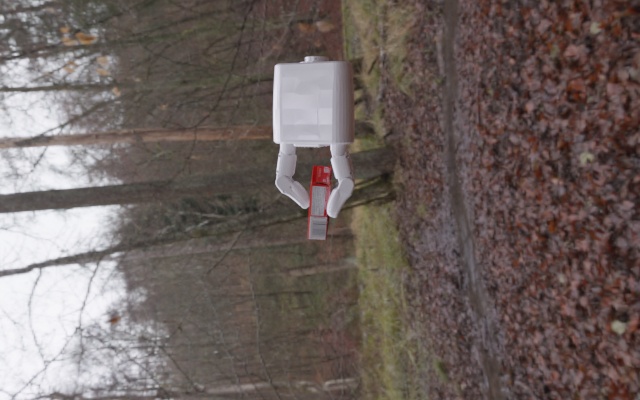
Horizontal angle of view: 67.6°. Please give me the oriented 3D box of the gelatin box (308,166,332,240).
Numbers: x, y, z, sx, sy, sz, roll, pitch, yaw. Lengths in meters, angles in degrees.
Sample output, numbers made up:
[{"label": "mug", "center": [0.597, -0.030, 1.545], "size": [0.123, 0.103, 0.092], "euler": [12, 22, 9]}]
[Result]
[{"label": "gelatin box", "center": [0.000, 0.003, 0.695], "size": [0.030, 0.089, 0.073], "euler": [4, 24, 1]}]
